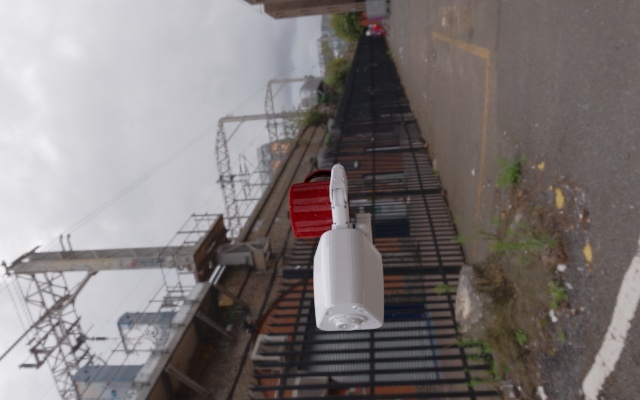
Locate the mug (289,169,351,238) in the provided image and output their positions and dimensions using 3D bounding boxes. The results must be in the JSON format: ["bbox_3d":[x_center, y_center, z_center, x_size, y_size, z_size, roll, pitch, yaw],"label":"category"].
[{"bbox_3d":[0.000,0.001,0.709,0.081,0.117,0.093,-5,-33,6],"label":"mug"}]
